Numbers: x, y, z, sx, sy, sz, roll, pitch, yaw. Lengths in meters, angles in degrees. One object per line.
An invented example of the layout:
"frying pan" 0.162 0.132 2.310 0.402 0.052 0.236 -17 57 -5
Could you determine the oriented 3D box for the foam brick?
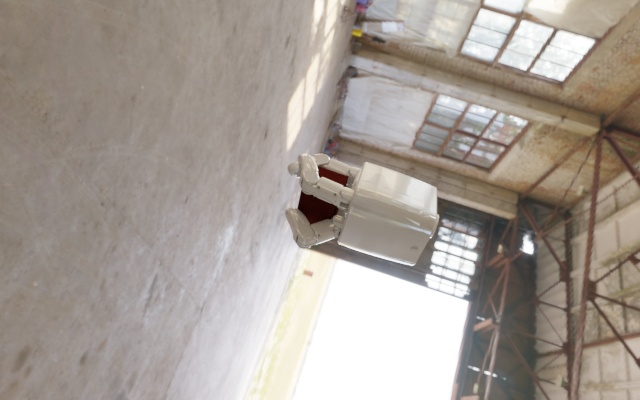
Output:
"foam brick" 0.000 0.002 0.648 0.051 0.053 0.078 19 -43 4
